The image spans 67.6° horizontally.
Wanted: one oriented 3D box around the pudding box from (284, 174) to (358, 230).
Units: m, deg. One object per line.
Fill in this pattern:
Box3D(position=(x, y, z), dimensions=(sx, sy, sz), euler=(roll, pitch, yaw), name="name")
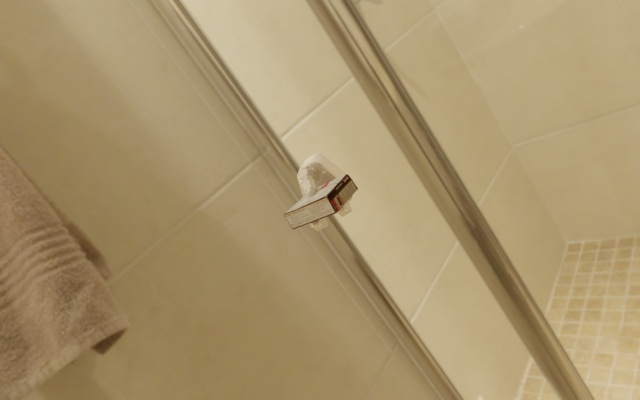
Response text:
Box3D(position=(0.000, 0.003, 0.861), dimensions=(0.113, 0.039, 0.090), euler=(-25, 15, 40), name="pudding box")
